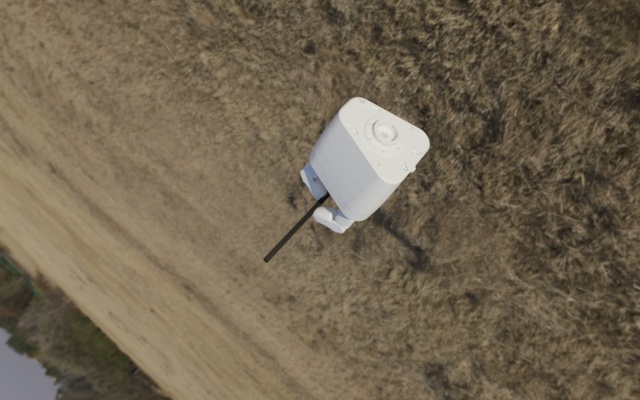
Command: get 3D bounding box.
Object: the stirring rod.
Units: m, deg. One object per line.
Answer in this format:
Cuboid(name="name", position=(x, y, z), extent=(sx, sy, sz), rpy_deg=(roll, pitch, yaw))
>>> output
Cuboid(name="stirring rod", position=(0.000, 0.002, 0.678), extent=(0.011, 0.011, 0.239), rpy_deg=(0, 39, 50))
